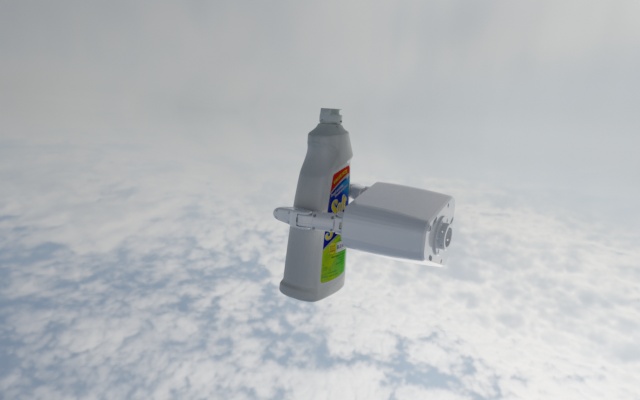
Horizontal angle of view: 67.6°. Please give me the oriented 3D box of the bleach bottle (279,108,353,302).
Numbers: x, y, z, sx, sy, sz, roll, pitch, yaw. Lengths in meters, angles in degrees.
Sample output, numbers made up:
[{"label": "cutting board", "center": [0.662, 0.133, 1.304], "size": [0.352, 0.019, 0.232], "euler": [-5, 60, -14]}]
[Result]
[{"label": "bleach bottle", "center": [0.000, 0.002, 0.648], "size": [0.068, 0.251, 0.102], "euler": [11, 12, 31]}]
